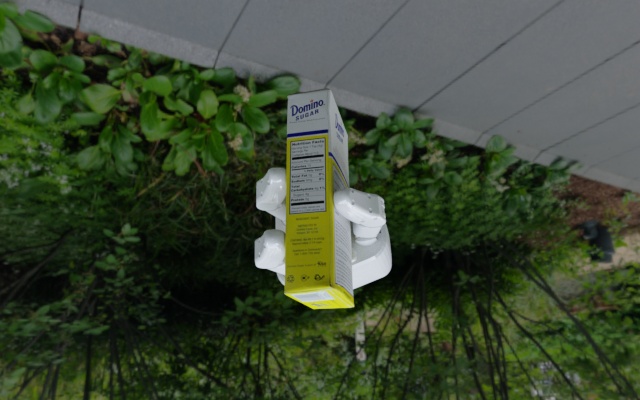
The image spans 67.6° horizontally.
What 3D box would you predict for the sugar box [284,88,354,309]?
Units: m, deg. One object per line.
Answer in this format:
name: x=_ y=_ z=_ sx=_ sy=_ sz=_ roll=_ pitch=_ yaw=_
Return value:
sugar box: x=0.000 y=0.002 z=0.425 sx=0.048 sy=0.176 sz=0.093 roll=-7 pitch=-22 yaw=11
